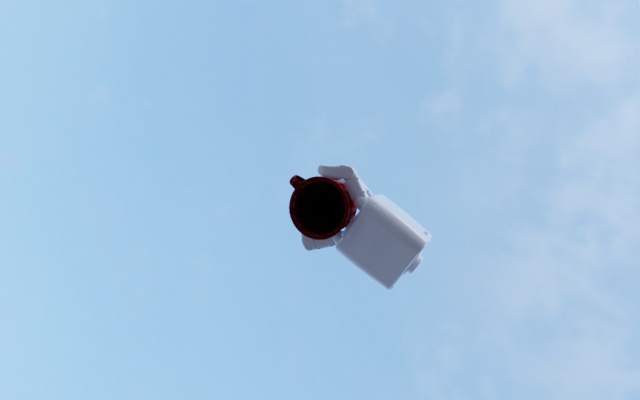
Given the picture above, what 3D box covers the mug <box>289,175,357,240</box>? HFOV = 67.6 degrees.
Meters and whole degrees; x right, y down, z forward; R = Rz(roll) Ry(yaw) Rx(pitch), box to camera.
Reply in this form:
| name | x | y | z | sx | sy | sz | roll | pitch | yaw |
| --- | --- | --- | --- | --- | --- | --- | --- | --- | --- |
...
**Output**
| name | x | y | z | sx | sy | sz | roll | pitch | yaw |
| --- | --- | --- | --- | --- | --- | --- | --- | --- | --- |
| mug | -0.001 | 0.002 | 0.737 | 0.117 | 0.093 | 0.081 | 39 | 13 | 13 |
